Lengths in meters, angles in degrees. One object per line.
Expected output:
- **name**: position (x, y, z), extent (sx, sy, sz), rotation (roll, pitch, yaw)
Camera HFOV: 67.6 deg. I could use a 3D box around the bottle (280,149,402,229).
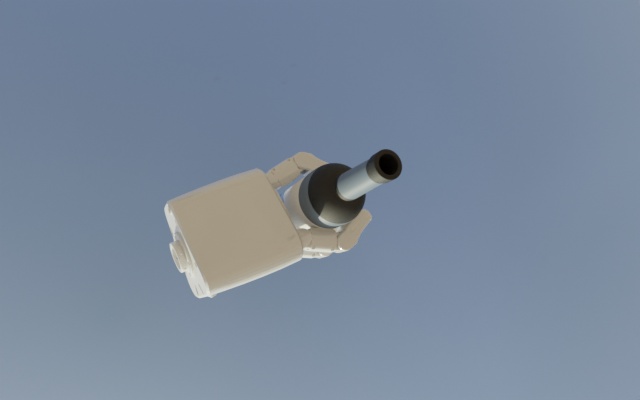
- **bottle**: position (0.000, 0.002, 0.534), extent (0.069, 0.069, 0.296), rotation (0, -13, -24)
